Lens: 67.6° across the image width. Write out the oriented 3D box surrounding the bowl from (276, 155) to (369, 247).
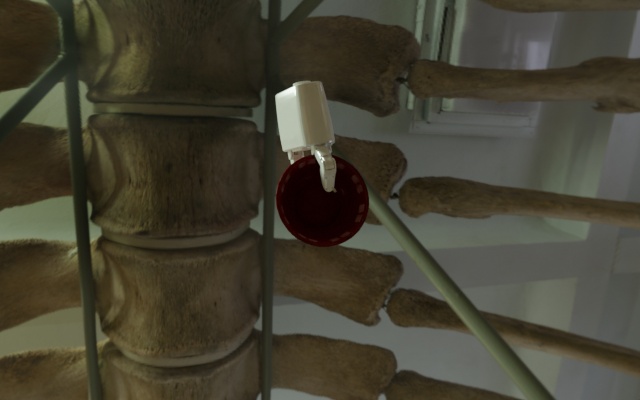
[{"bbox_3d":[0.000,0.004,0.832,0.162,0.162,0.055,0,-10,-12],"label":"bowl"}]
